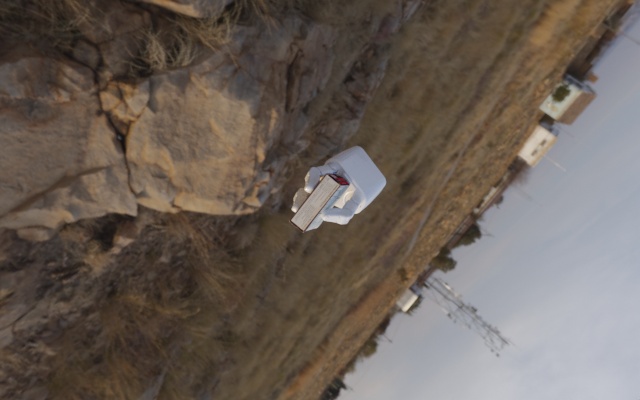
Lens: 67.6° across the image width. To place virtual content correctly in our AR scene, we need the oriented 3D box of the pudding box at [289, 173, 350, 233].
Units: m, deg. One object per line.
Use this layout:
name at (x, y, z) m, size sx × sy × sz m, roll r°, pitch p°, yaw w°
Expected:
pudding box at (0.000, 0.003, 0.873) m, size 0.039 × 0.113 × 0.090 m, roll 38°, pitch 9°, yaw 11°
